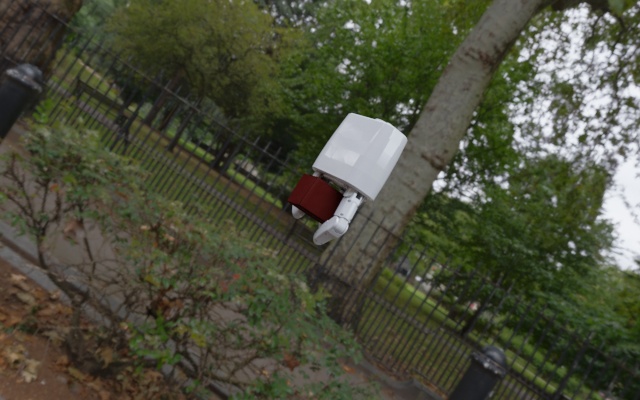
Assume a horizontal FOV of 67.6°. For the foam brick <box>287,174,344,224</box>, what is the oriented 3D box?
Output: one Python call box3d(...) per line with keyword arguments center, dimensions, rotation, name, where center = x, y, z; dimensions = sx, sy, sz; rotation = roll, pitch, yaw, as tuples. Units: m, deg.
box3d(center=(0.000, 0.002, 0.709), dimensions=(0.078, 0.051, 0.053), rotation=(34, -5, -25), name="foam brick")
